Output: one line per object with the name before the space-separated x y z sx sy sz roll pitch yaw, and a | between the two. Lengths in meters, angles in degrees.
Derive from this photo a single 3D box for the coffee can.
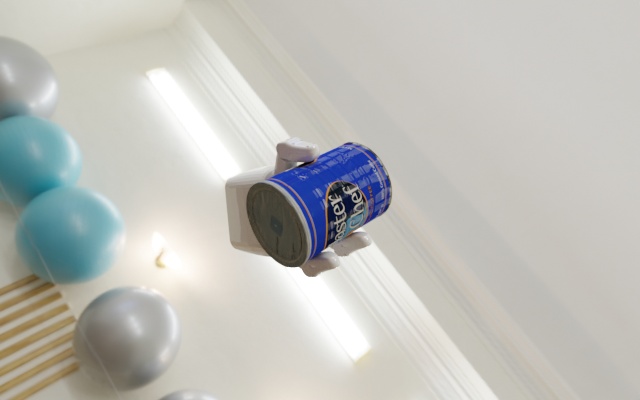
coffee can | 0.000 0.002 0.557 0.140 0.103 0.103 -28 17 -36
